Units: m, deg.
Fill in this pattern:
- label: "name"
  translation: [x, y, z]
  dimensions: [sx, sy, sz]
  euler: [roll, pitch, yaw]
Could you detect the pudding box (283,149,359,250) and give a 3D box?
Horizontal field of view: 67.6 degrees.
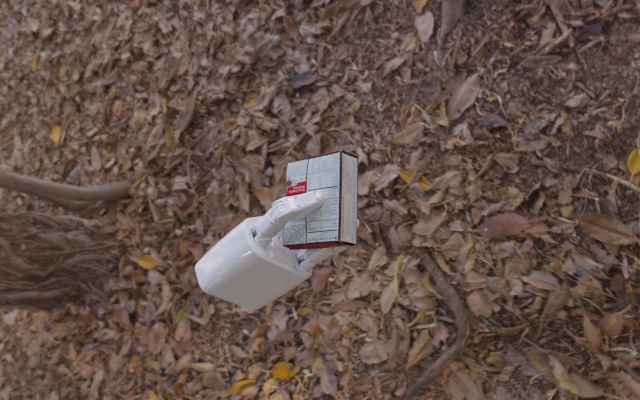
- label: "pudding box"
  translation: [0.000, 0.002, 0.581]
  dimensions: [0.090, 0.113, 0.039]
  euler: [-8, -14, 38]
